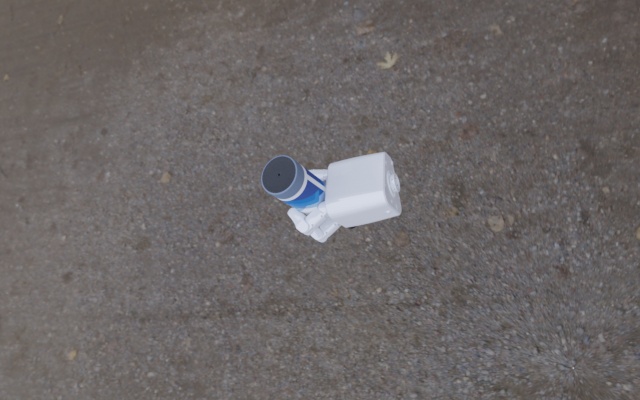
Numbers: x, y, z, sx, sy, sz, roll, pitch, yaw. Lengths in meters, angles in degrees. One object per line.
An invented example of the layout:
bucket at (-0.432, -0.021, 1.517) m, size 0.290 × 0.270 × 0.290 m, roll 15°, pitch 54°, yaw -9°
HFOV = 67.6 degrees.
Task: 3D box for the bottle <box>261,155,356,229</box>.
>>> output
bottle at (0.000, 0.003, 0.874) m, size 0.069 × 0.069 × 0.296 m, roll 0°, pitch -17°, yaw 28°
